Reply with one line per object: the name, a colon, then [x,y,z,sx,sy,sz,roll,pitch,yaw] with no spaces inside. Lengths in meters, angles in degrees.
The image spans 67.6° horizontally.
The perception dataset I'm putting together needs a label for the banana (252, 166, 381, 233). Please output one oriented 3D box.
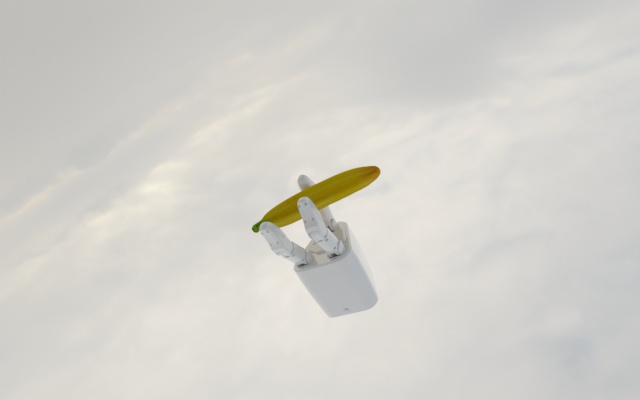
banana: [-0.004,-0.001,0.694,0.198,0.037,0.069,-27,16,4]
